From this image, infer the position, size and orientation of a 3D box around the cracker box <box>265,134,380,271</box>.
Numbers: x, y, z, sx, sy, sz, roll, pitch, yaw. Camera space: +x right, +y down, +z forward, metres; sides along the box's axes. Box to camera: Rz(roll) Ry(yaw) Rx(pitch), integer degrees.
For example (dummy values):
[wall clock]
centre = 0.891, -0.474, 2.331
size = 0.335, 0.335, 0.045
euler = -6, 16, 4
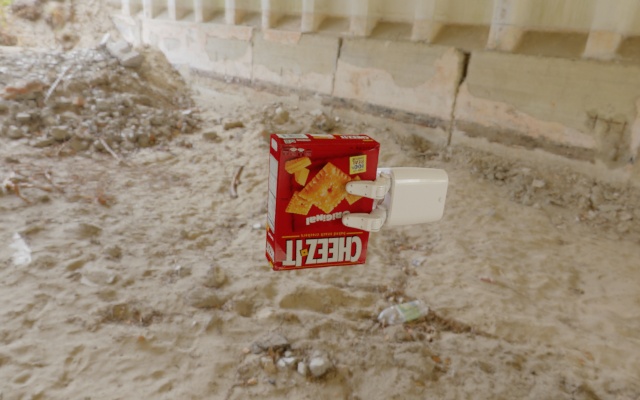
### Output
[cracker box]
centre = 0.000, 0.002, 0.774
size = 0.164, 0.214, 0.072
euler = -2, 21, -18
